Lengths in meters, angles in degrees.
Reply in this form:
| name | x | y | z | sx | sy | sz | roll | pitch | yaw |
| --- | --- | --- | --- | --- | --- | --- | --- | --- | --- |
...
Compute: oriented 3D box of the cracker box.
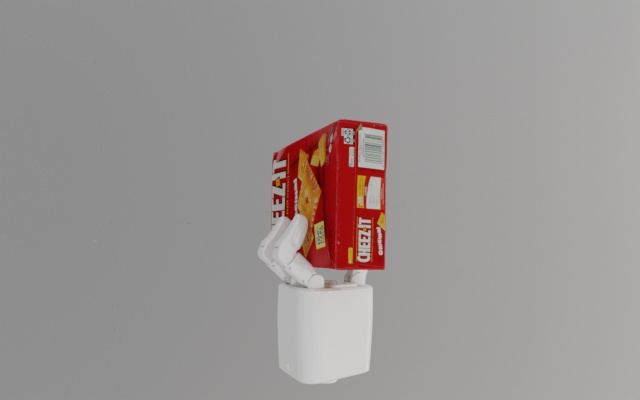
| name | x | y | z | sx | sy | sz | roll | pitch | yaw |
| --- | --- | --- | --- | --- | --- | --- | --- | --- | --- |
| cracker box | 0.000 | 0.002 | 0.605 | 0.072 | 0.164 | 0.214 | 4 | -6 | -25 |
